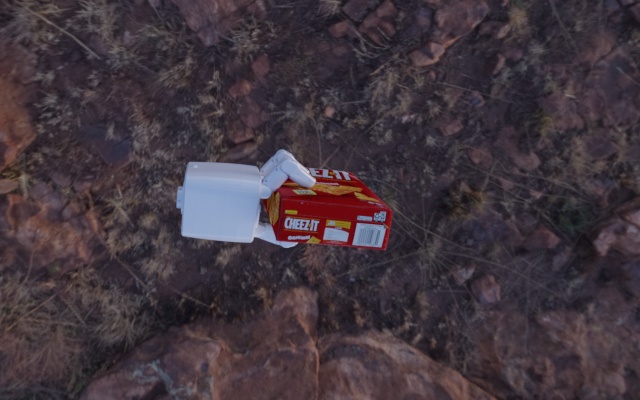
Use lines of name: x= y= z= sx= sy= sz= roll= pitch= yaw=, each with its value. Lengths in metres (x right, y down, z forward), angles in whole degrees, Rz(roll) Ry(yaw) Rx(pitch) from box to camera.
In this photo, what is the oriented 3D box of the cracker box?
cracker box: x=0.000 y=0.003 z=0.758 sx=0.164 sy=0.072 sz=0.213 roll=6 pitch=16 yaw=-14
